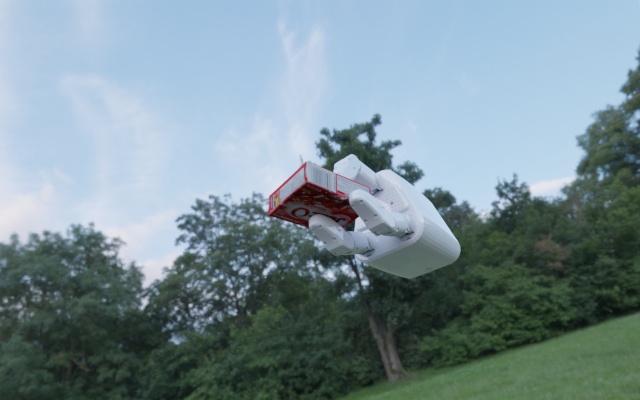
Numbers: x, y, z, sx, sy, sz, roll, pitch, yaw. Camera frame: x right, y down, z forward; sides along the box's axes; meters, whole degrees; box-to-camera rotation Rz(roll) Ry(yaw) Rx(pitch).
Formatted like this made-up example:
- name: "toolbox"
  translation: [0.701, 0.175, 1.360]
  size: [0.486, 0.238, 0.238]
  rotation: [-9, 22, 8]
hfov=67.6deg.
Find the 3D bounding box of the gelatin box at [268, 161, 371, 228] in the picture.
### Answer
- name: "gelatin box"
  translation: [0.000, 0.001, 0.513]
  size: [0.089, 0.030, 0.073]
  rotation: [21, -40, -31]
